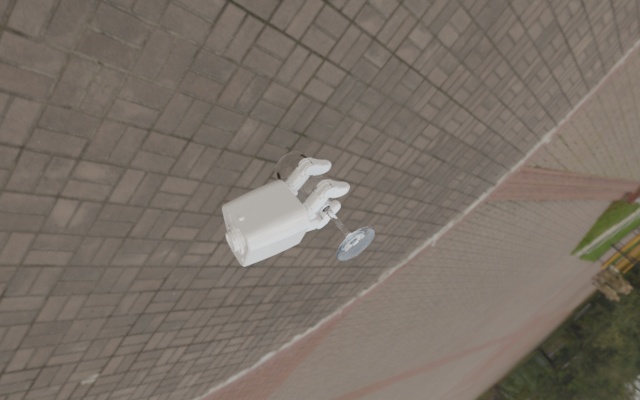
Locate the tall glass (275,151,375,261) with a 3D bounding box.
[{"bbox_3d":[0.001,0.003,0.795,0.079,0.079,0.201,0,42,-47],"label":"tall glass"}]
